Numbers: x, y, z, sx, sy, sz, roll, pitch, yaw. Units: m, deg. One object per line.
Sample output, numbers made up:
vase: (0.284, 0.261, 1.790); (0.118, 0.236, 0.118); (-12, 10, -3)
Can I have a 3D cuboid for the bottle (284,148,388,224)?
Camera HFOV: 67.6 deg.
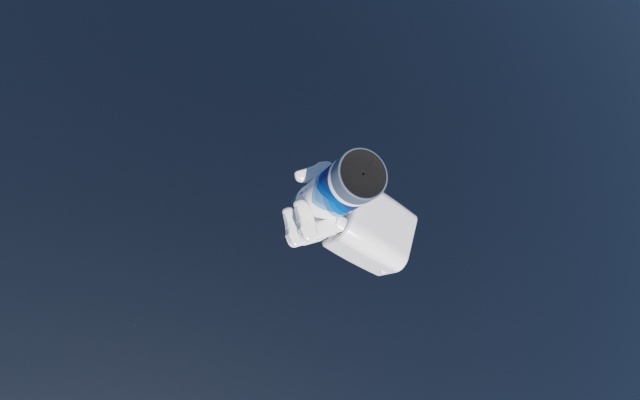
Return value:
bottle: (0.000, 0.002, 0.706); (0.069, 0.069, 0.296); (0, -14, -21)
